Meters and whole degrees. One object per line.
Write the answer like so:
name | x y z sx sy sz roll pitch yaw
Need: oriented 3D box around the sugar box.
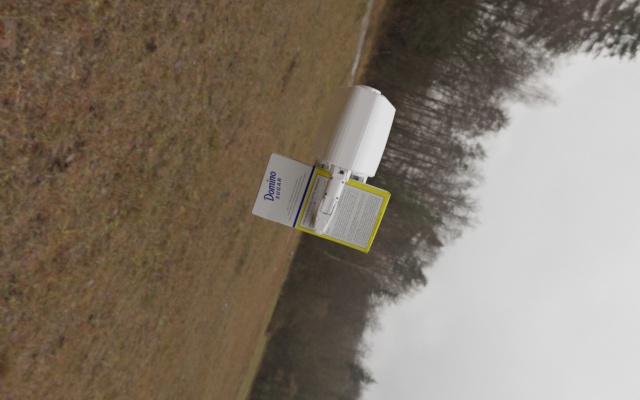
sugar box | 0.000 0.002 0.682 0.176 0.093 0.048 20 6 1
